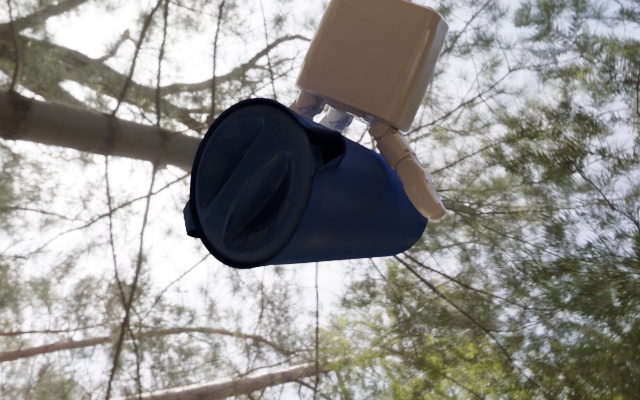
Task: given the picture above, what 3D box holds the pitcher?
[{"bbox_3d":[0.000,0.001,0.463,0.149,0.145,0.243,28,10,35],"label":"pitcher"}]
